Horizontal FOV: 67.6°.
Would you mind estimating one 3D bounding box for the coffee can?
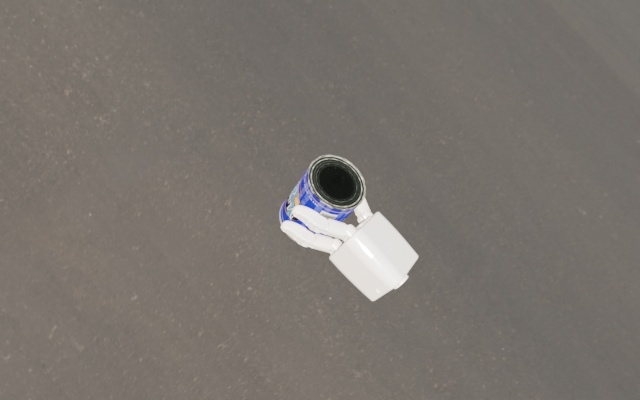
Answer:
[{"bbox_3d":[0.000,0.003,0.815,0.103,0.102,0.140,0,-28,-26],"label":"coffee can"}]
